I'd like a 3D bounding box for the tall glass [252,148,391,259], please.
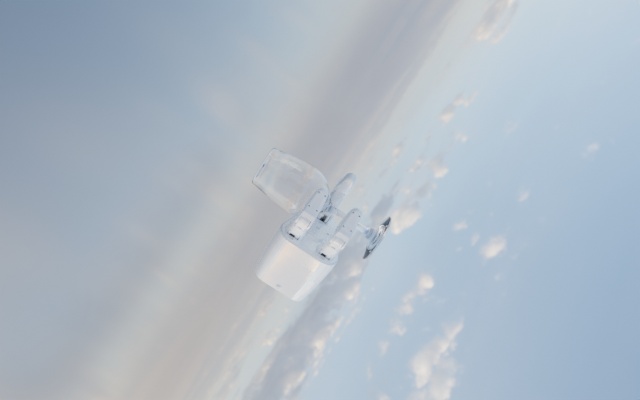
[{"bbox_3d":[0.001,0.003,0.701,0.201,0.079,0.079,33,-2,-4],"label":"tall glass"}]
